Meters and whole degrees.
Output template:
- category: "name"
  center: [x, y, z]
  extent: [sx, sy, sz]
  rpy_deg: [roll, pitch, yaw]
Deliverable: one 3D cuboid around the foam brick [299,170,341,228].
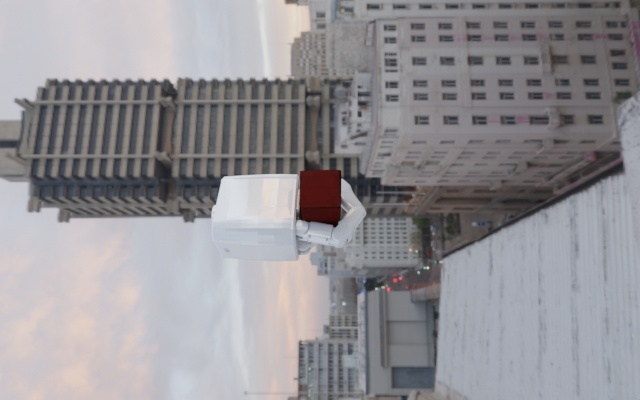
- category: "foam brick"
  center: [0.000, 0.002, 0.608]
  extent: [0.051, 0.053, 0.078]
  rpy_deg: [1, -26, 1]
